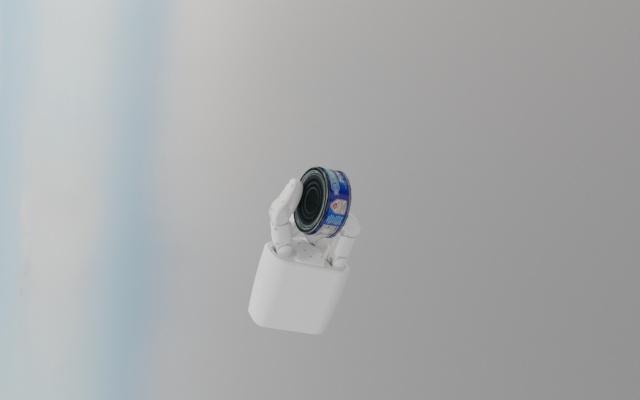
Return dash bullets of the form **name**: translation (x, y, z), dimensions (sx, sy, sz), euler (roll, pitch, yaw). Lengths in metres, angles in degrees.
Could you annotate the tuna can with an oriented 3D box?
- **tuna can**: translation (0.000, 0.002, 0.585), dimensions (0.034, 0.086, 0.086), euler (11, -5, -30)
